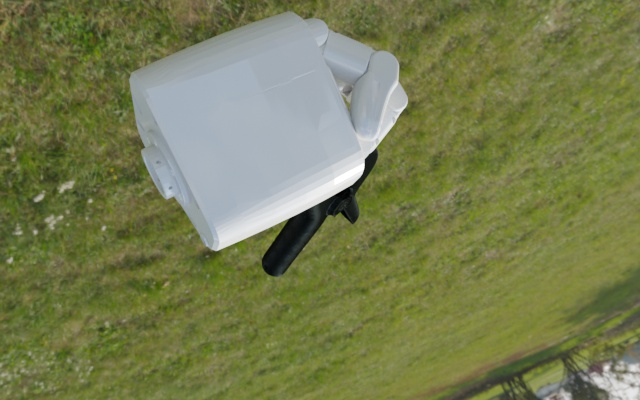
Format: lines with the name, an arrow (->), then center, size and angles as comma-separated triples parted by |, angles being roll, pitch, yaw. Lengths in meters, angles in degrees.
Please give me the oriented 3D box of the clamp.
clamp -> 0.001, 0.002, 0.409 | 0.039, 0.120, 0.172 | 38, -29, 18
